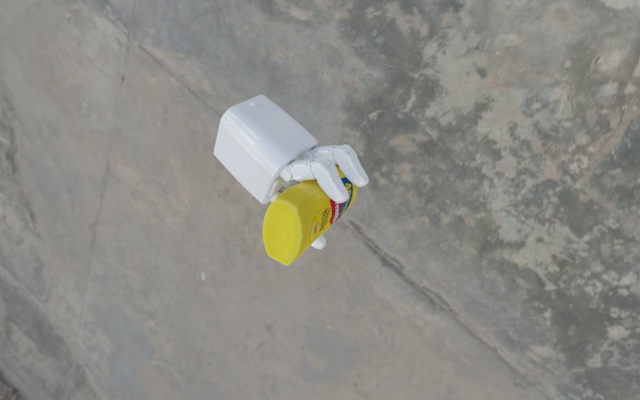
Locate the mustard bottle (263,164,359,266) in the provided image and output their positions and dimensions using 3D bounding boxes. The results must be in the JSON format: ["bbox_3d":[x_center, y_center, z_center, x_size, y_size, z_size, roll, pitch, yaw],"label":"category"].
[{"bbox_3d":[0.000,0.002,0.645,0.058,0.096,0.191,24,35,21],"label":"mustard bottle"}]
